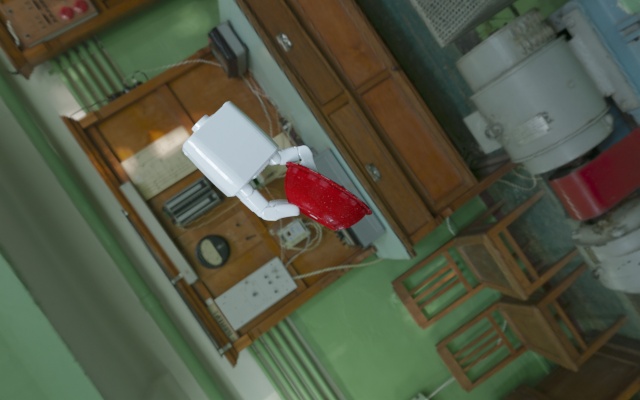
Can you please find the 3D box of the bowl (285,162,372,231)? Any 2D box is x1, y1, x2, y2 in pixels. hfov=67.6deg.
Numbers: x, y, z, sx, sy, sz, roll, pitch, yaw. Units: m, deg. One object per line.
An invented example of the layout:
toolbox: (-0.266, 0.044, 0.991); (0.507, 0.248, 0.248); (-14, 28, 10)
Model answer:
bowl: (0.001, 0.004, 0.768); (0.162, 0.055, 0.162); (30, -7, 4)
